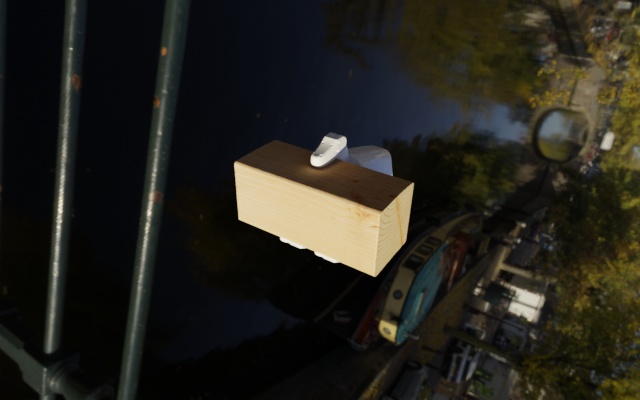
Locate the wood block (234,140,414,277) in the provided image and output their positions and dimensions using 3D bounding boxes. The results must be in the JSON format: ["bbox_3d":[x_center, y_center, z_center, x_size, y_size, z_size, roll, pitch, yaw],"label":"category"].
[{"bbox_3d":[0.000,0.002,0.602,0.206,0.091,0.090,19,35,27],"label":"wood block"}]
